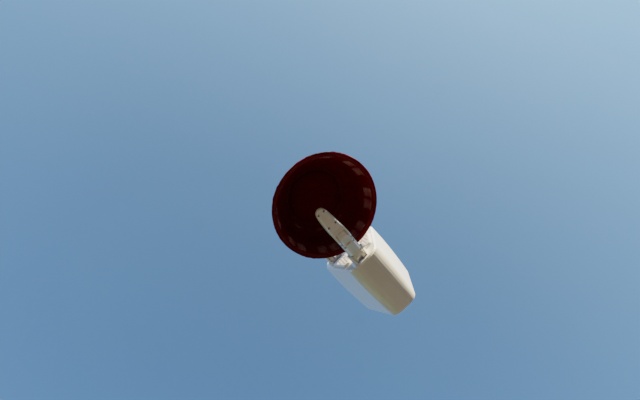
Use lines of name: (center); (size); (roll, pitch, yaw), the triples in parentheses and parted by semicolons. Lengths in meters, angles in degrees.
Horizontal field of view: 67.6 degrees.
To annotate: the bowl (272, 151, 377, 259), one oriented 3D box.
bowl: (-0.001, 0.001, 0.712); (0.162, 0.162, 0.055); (0, 16, -20)
